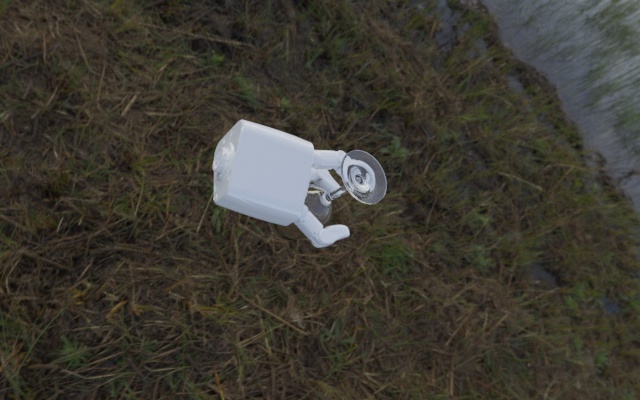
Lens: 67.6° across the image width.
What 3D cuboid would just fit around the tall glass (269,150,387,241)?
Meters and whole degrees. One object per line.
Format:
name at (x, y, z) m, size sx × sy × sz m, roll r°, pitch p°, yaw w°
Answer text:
tall glass at (0.001, 0.002, 0.683) m, size 0.079 × 0.079 × 0.201 m, roll 0°, pitch -20°, yaw -36°
